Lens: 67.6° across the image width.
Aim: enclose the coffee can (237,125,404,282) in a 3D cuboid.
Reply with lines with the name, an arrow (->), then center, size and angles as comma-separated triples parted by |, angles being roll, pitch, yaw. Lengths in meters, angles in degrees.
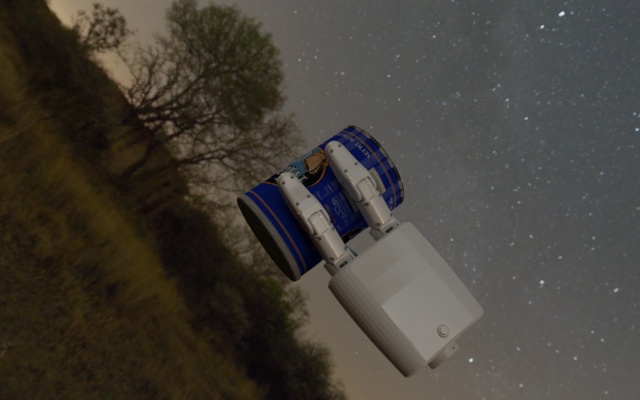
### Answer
coffee can -> 0.000, 0.002, 0.495 | 0.140, 0.103, 0.103 | -35, 10, -15
